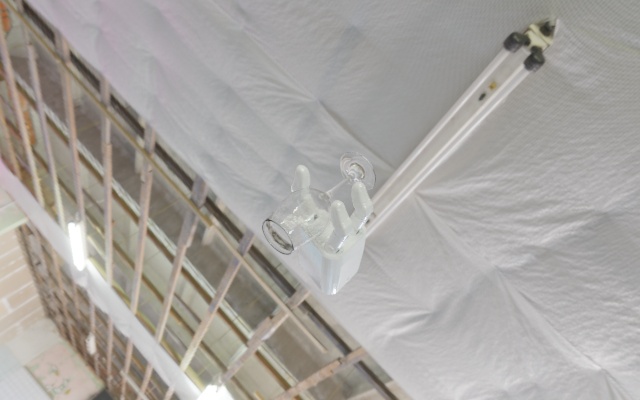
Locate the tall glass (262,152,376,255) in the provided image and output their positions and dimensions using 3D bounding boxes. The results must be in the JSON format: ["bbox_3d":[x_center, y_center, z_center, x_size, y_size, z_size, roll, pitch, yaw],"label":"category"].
[{"bbox_3d":[0.001,0.002,0.747,0.079,0.079,0.201,0,31,47],"label":"tall glass"}]
